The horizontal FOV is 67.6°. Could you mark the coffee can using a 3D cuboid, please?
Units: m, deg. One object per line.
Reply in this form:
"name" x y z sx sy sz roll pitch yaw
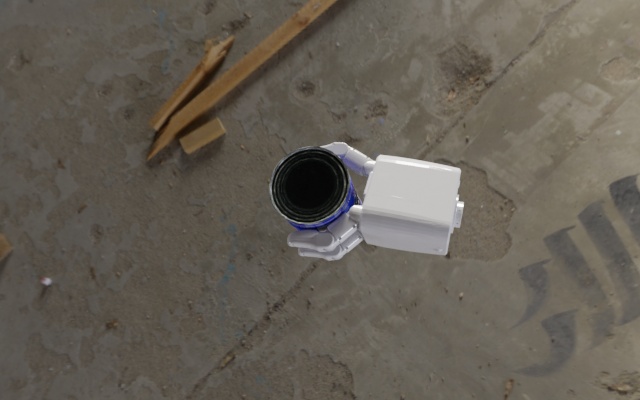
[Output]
"coffee can" 0.000 0.002 0.647 0.103 0.102 0.140 0 -18 13
